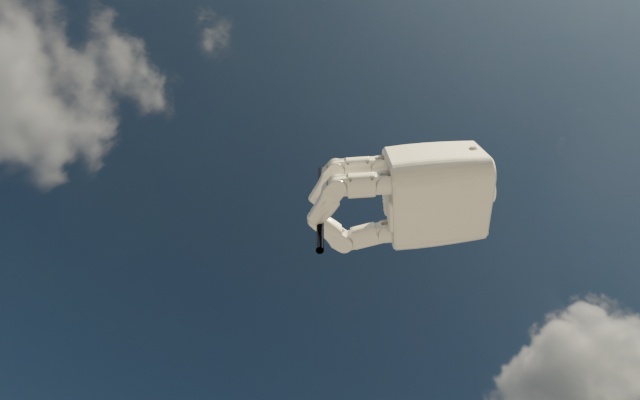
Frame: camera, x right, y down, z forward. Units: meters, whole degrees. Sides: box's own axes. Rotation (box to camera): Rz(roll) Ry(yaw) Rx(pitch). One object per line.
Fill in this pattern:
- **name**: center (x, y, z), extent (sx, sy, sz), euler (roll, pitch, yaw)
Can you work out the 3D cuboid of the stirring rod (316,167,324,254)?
- **stirring rod**: center (0.000, 0.002, 0.573), extent (0.011, 0.011, 0.239), euler (0, 23, 0)
